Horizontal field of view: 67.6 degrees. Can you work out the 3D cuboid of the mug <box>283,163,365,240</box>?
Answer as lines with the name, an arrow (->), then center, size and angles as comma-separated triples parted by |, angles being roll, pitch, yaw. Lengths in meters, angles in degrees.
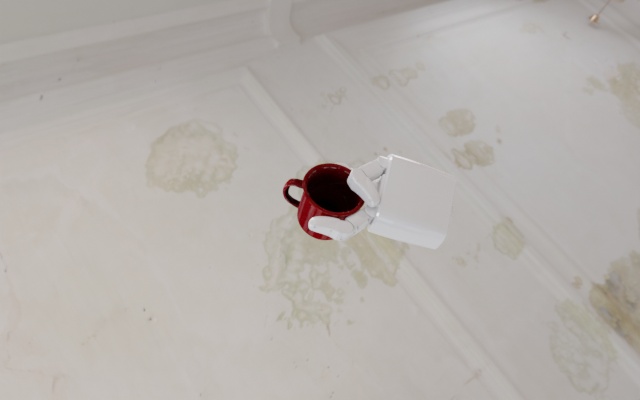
mug -> -0.001, 0.002, 0.705 | 0.117, 0.093, 0.082 | 17, -38, -3
